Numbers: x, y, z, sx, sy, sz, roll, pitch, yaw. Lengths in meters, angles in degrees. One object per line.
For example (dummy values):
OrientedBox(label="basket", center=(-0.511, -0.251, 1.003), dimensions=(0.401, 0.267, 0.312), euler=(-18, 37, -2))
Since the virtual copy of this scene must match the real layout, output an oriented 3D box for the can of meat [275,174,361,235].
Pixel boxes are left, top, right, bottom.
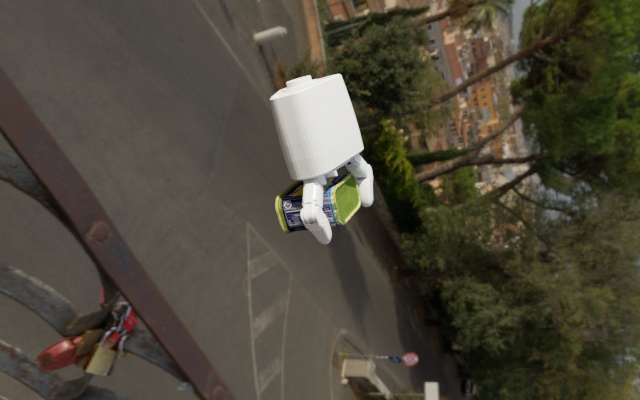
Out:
OrientedBox(label="can of meat", center=(0.000, 0.002, 0.650), dimensions=(0.084, 0.057, 0.102), euler=(-9, 16, 24))
